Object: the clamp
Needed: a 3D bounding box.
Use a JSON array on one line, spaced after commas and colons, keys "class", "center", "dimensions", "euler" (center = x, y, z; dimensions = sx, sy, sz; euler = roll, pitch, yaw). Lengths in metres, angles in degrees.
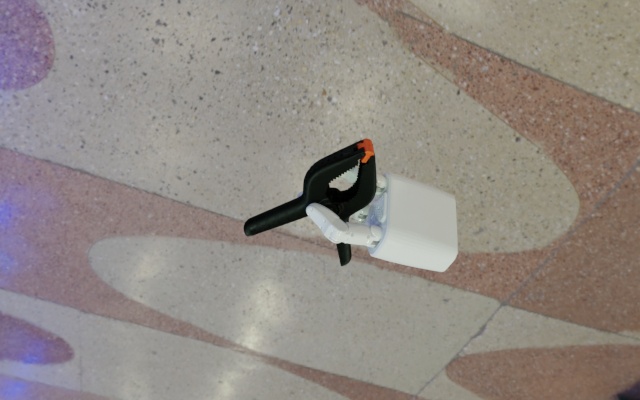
[{"class": "clamp", "center": [0.001, 0.002, 0.622], "dimensions": [0.164, 0.210, 0.036], "euler": [14, 41, -16]}]
